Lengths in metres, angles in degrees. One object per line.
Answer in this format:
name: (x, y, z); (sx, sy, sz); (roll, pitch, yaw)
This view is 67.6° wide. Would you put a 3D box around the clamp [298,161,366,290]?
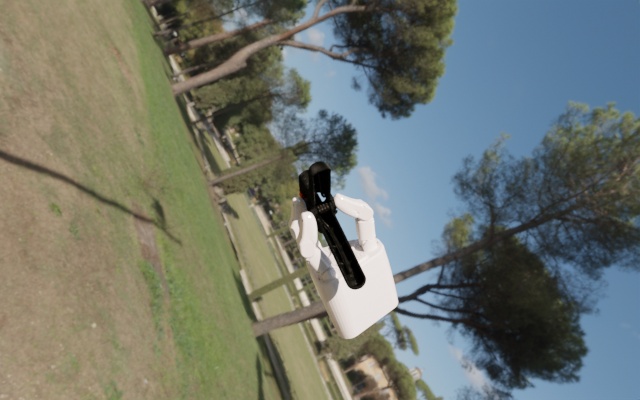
clamp: (0.001, 0.002, 0.633); (0.036, 0.165, 0.210); (-20, 25, -7)
